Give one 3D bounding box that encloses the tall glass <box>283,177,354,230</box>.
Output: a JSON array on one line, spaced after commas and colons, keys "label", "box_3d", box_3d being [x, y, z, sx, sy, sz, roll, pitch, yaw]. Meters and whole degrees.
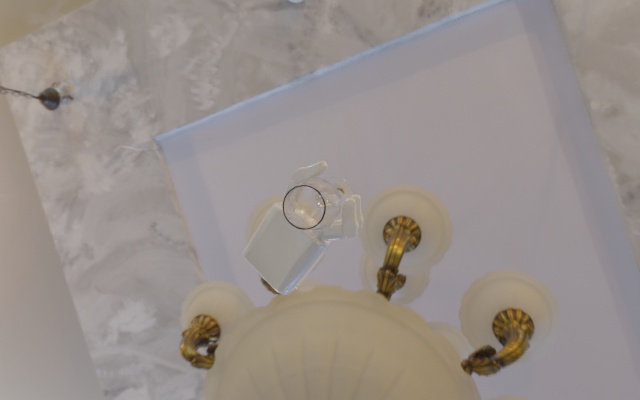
[{"label": "tall glass", "box_3d": [0.000, 0.002, 0.750, 0.079, 0.079, 0.201, 0, 4, 13]}]
